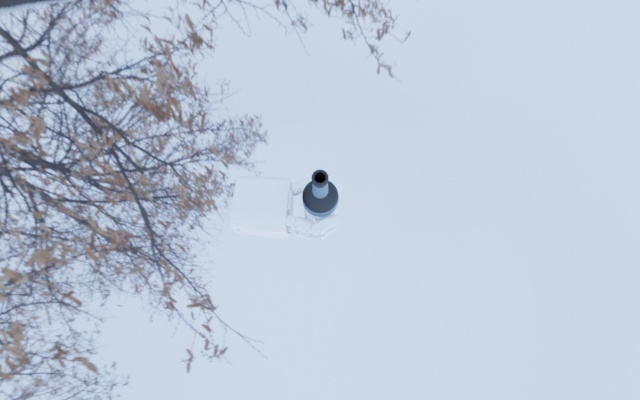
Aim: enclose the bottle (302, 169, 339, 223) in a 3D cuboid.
[{"bbox_3d":[0.000,0.003,0.896,0.069,0.069,0.296,0,-16,0],"label":"bottle"}]
